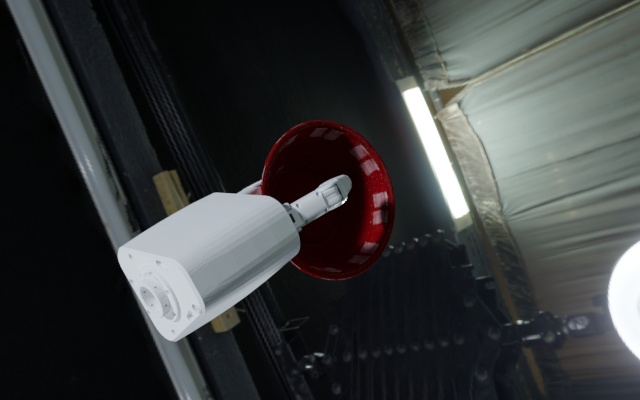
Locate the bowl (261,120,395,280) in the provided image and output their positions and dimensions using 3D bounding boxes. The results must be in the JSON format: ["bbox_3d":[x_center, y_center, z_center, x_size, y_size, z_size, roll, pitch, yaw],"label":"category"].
[{"bbox_3d":[0.001,0.001,0.499,0.162,0.162,0.055,0,-8,-33],"label":"bowl"}]
